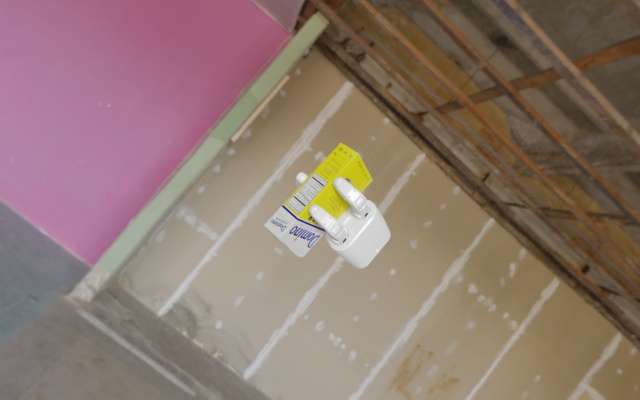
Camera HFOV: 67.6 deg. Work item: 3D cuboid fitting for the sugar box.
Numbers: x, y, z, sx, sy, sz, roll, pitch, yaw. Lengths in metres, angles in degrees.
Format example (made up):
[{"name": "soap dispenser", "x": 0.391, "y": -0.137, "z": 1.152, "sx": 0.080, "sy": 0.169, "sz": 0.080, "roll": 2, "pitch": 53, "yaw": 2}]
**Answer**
[{"name": "sugar box", "x": 0.001, "y": 0.003, "z": 0.748, "sx": 0.048, "sy": 0.176, "sz": 0.093, "roll": 36, "pitch": -7, "yaw": 32}]
